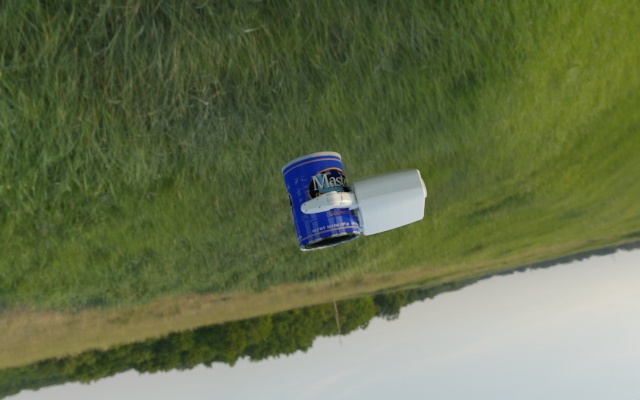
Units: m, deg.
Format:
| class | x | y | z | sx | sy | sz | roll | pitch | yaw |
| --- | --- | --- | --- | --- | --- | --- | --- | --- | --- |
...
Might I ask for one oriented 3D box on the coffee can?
| class | x | y | z | sx | sy | sz | roll | pitch | yaw |
| --- | --- | --- | --- | --- | --- | --- | --- | --- | --- |
| coffee can | 0.000 | 0.002 | 0.793 | 0.103 | 0.140 | 0.103 | -13 | -13 | -3 |
